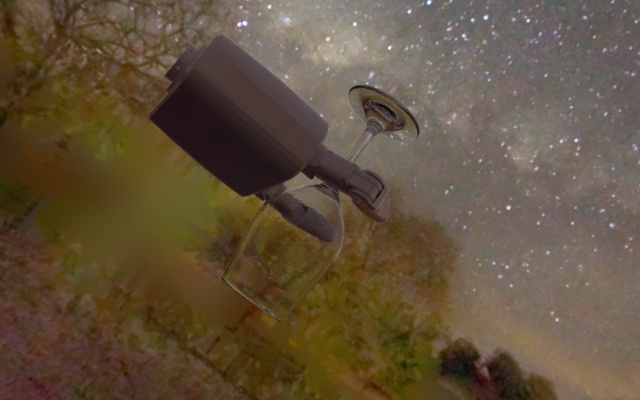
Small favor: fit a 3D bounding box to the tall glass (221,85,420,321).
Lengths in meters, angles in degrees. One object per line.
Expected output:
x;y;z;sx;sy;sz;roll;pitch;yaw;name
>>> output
0.001;0.001;0.408;0.079;0.201;0.079;34;-11;8;tall glass
